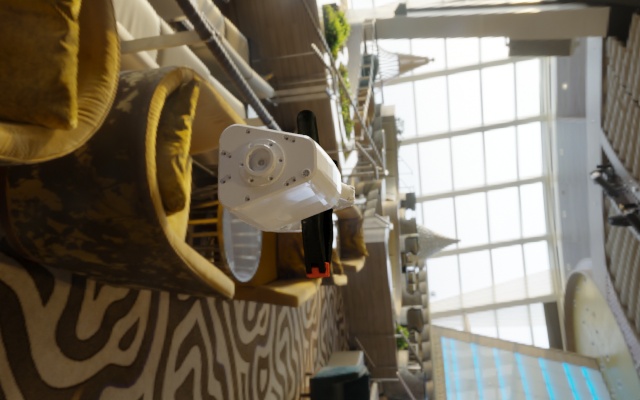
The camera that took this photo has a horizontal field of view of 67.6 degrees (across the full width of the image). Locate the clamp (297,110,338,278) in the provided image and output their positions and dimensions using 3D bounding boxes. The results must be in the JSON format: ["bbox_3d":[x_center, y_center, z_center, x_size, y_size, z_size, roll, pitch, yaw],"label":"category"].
[{"bbox_3d":[0.001,0.003,0.660,0.036,0.210,0.164,-5,-14,14],"label":"clamp"}]
